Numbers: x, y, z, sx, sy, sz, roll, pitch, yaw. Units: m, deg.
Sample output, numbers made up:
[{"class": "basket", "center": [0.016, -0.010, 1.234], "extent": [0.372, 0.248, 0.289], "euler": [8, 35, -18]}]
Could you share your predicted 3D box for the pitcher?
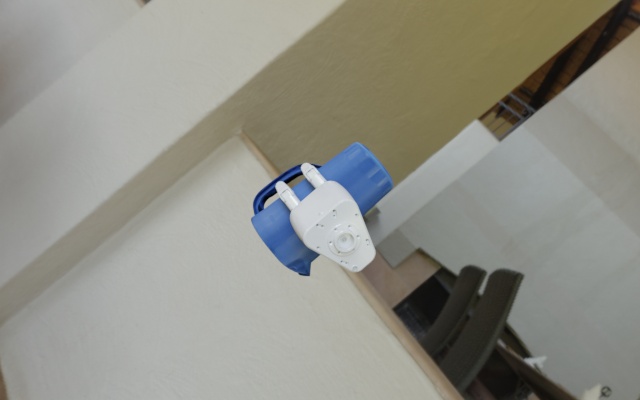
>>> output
[{"class": "pitcher", "center": [0.000, 0.003, 0.856], "extent": [0.243, 0.149, 0.145], "euler": [-40, 17, 0]}]
